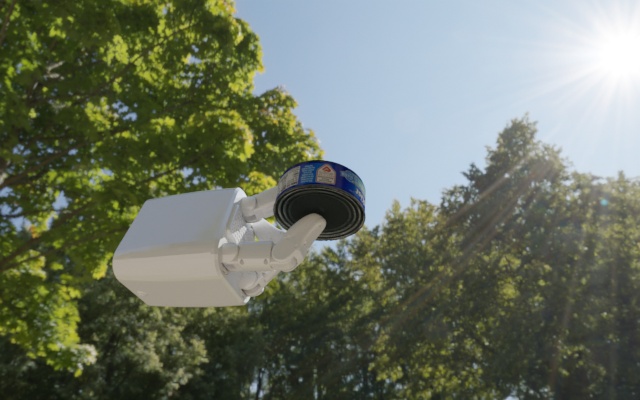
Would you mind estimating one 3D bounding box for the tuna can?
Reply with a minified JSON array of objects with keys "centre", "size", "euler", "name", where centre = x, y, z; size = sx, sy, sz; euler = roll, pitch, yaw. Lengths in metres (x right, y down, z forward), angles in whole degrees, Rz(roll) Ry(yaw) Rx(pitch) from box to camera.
[{"centre":[0.000,0.001,0.450],"size":[0.086,0.033,0.086],"euler":[4,-37,3],"name":"tuna can"}]
